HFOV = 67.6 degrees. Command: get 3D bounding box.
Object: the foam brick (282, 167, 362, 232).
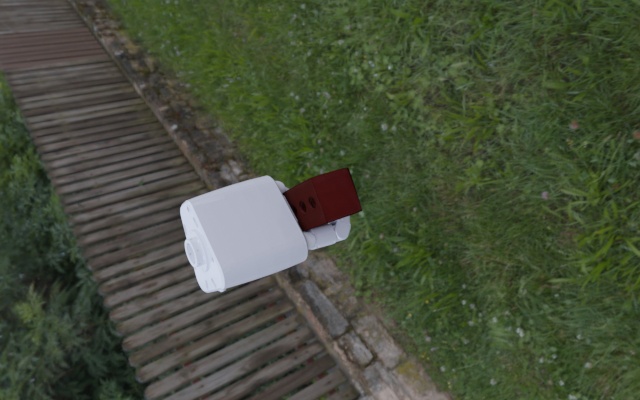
[{"bbox_3d":[0.000,0.002,0.544,0.051,0.053,0.078,-17,-4,-32],"label":"foam brick"}]
